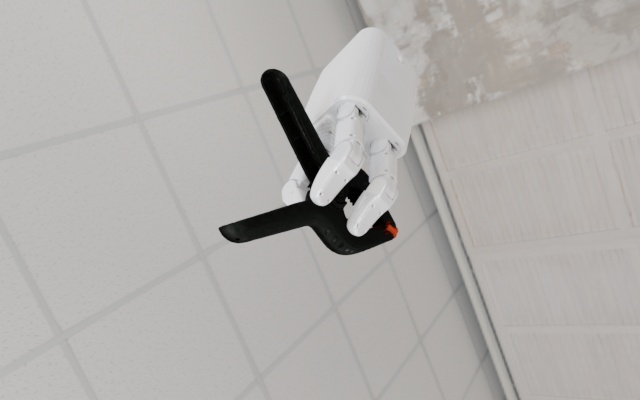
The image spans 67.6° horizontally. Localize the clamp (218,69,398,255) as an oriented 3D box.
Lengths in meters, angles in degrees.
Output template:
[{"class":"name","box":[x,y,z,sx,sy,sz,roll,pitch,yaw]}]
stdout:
[{"class":"clamp","box":[0.000,0.002,0.447,0.036,0.164,0.210,-13,-41,42]}]
